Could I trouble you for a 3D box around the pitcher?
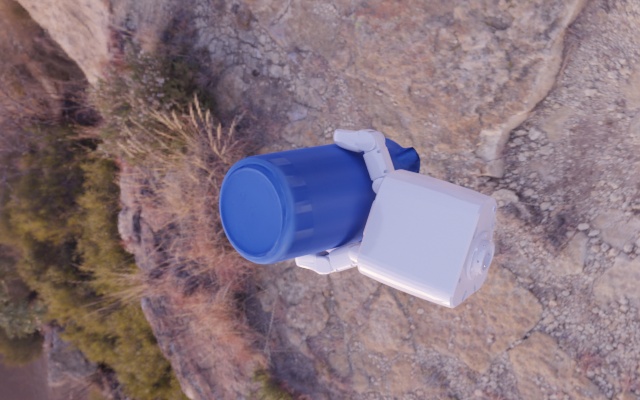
[{"bbox_3d":[0.000,0.002,0.561,0.145,0.149,0.243,19,19,35],"label":"pitcher"}]
